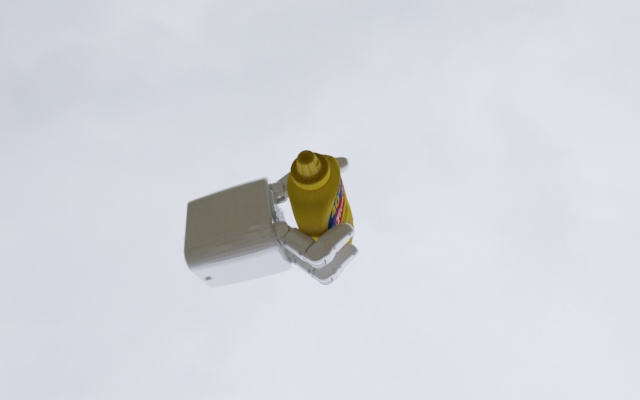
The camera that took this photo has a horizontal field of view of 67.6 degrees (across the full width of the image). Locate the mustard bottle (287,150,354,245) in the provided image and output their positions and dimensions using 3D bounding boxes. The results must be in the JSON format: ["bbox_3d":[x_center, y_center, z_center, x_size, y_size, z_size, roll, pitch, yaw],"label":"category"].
[{"bbox_3d":[0.000,0.002,0.555,0.058,0.096,0.192,6,-27,14],"label":"mustard bottle"}]
